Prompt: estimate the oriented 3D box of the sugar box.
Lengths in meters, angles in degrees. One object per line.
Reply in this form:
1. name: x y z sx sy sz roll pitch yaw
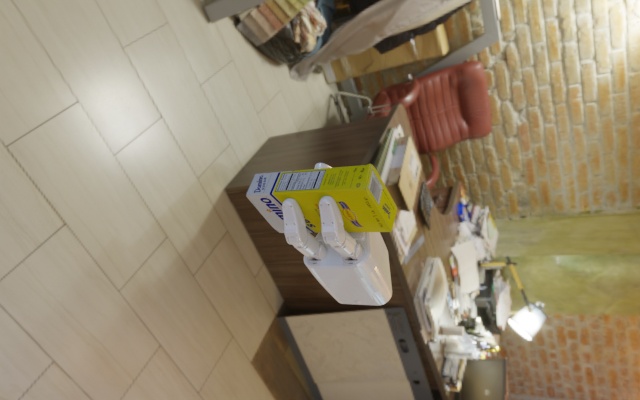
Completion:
1. sugar box: 0.000 0.003 0.622 0.176 0.048 0.093 -5 -40 29
